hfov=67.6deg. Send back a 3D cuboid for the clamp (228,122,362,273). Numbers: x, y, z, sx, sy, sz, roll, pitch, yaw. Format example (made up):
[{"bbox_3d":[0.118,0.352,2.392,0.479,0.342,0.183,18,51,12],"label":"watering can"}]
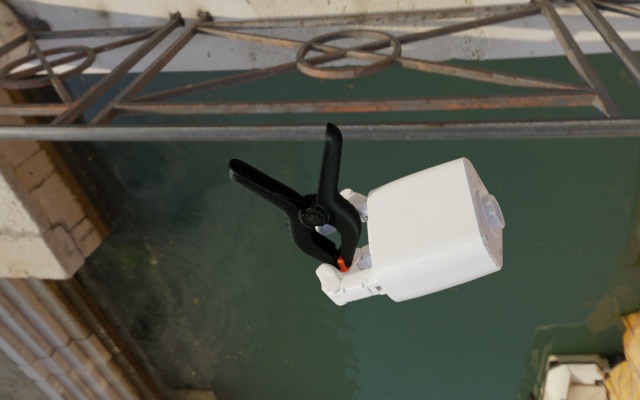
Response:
[{"bbox_3d":[0.000,0.002,0.486,0.120,0.171,0.039,-23,32,29],"label":"clamp"}]
